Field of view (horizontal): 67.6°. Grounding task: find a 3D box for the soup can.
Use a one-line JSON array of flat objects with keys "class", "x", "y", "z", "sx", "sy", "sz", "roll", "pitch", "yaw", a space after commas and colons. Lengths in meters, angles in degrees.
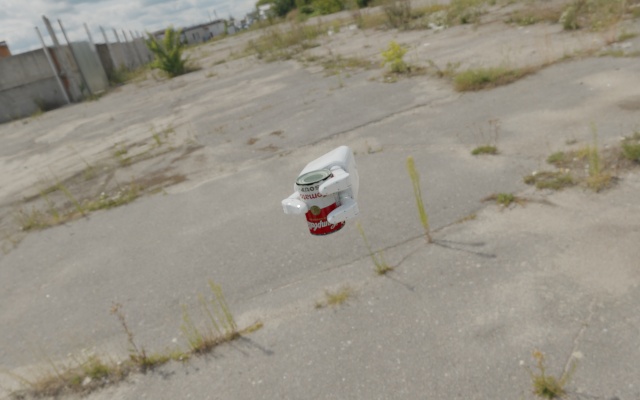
[{"class": "soup can", "x": 0.000, "y": 0.003, "z": 0.853, "sx": 0.068, "sy": 0.102, "sz": 0.068, "roll": -14, "pitch": 21, "yaw": 5}]
